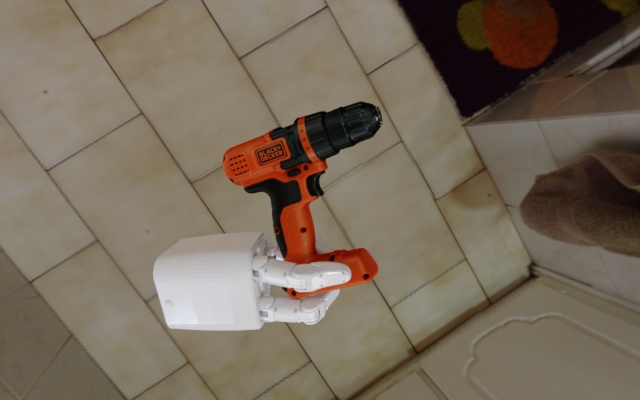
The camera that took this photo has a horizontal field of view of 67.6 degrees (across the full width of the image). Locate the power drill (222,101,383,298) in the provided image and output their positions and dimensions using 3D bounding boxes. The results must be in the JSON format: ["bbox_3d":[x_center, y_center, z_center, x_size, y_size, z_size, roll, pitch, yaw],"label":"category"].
[{"bbox_3d":[0.000,0.002,0.522,0.184,0.187,0.057,-17,4,20],"label":"power drill"}]
